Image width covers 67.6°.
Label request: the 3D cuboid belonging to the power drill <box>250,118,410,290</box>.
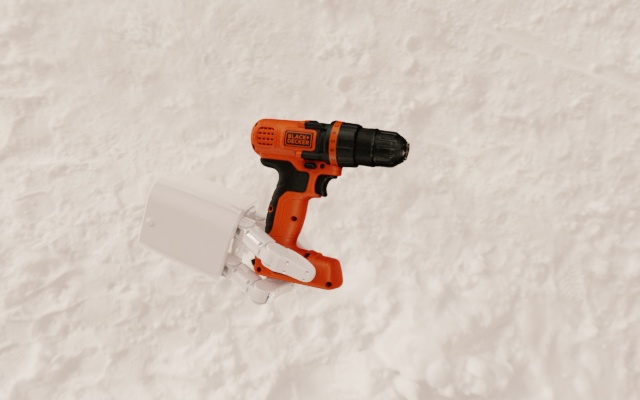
[{"bbox_3d":[0.000,0.002,0.546,0.184,0.187,0.057,8,2,20],"label":"power drill"}]
